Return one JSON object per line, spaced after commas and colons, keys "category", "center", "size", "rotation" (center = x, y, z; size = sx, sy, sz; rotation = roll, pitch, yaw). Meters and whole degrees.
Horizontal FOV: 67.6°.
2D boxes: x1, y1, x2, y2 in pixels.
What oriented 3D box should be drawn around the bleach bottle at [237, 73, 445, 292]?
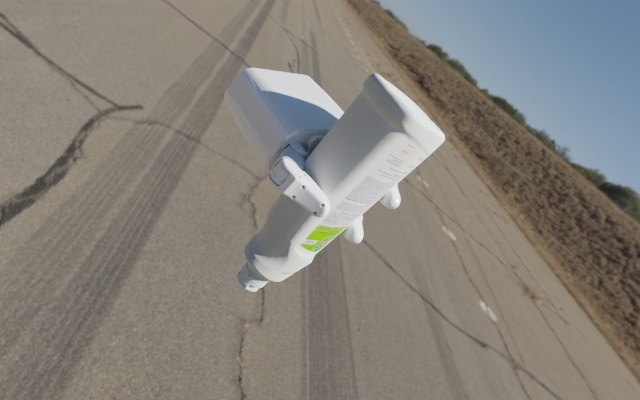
{"category": "bleach bottle", "center": [0.000, 0.002, 0.464], "size": [0.251, 0.068, 0.102], "rotation": [-46, -29, 19]}
